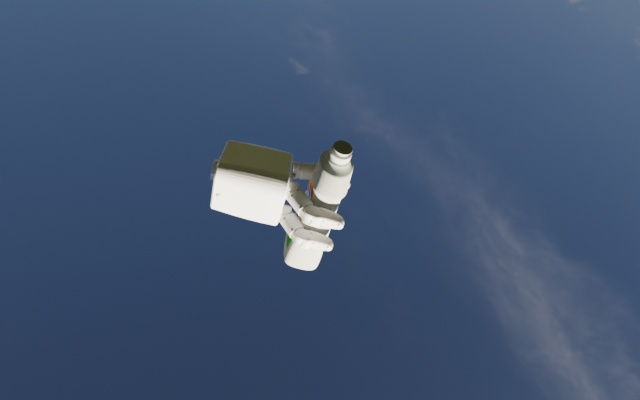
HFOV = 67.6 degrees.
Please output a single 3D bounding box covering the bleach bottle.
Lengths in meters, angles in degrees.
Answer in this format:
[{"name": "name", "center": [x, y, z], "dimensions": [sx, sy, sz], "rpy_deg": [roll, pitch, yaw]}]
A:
[{"name": "bleach bottle", "center": [0.000, 0.003, 0.745], "dimensions": [0.068, 0.102, 0.251], "rpy_deg": [14, -43, -7]}]
